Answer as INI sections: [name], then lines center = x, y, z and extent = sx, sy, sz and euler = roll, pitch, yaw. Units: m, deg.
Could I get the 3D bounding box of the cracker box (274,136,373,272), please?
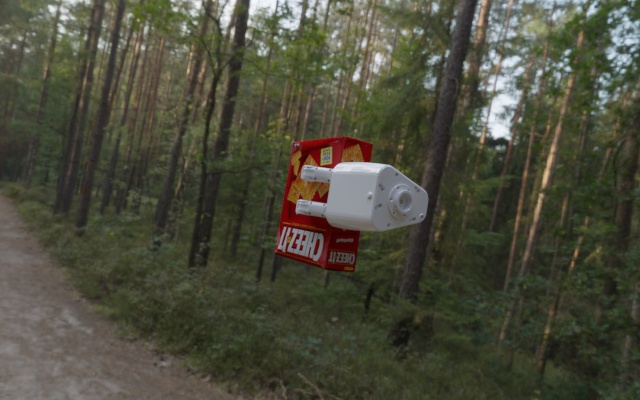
[cracker box]
center = 0.000, 0.003, 0.824
extent = 0.072, 0.213, 0.164
euler = 11, -3, -34
